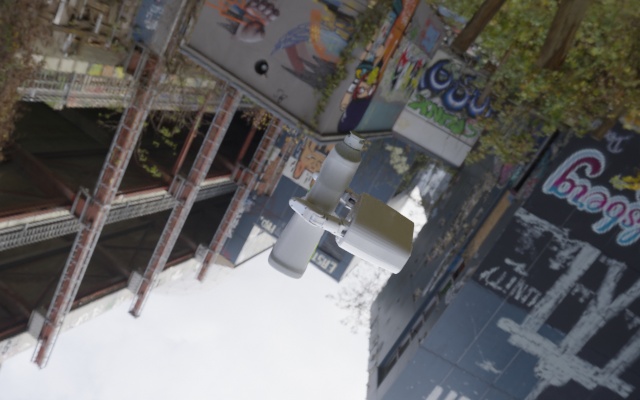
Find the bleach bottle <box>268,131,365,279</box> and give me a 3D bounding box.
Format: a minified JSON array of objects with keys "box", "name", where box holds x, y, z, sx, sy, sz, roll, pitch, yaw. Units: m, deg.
[{"box":[0.000,0.003,0.788,0.068,0.251,0.102,28,18,-3],"name":"bleach bottle"}]
